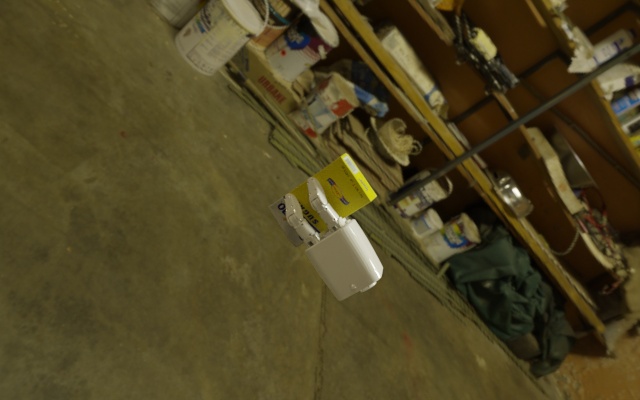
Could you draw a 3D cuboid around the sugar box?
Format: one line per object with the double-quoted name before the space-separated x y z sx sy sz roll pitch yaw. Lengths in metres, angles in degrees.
"sugar box" 0.000 0.003 0.844 0.176 0.093 0.048 -34 0 24
